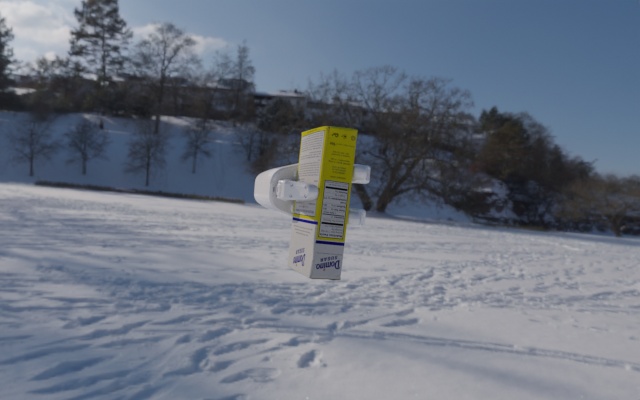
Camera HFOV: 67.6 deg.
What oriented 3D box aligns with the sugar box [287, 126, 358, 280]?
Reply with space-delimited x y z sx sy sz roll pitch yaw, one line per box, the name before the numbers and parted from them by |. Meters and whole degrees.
sugar box | 0.001 0.002 0.583 0.048 0.176 0.093 4 1 -21
